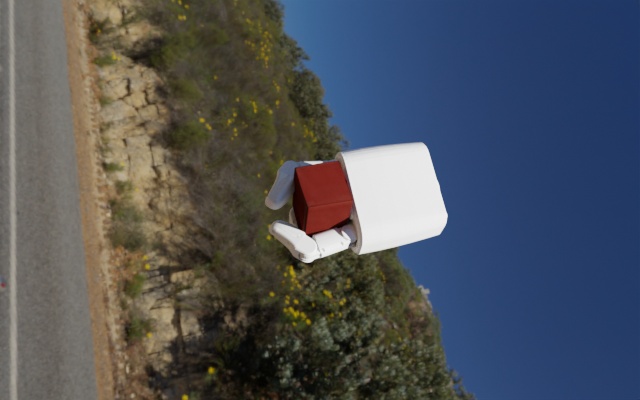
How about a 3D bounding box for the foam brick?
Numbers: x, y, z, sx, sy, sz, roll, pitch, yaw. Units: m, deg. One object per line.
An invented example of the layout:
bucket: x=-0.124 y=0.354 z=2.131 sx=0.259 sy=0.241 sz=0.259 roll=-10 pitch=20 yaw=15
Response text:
foam brick: x=0.000 y=0.002 z=0.523 sx=0.051 sy=0.053 sz=0.078 roll=-10 pitch=-30 yaw=-11
